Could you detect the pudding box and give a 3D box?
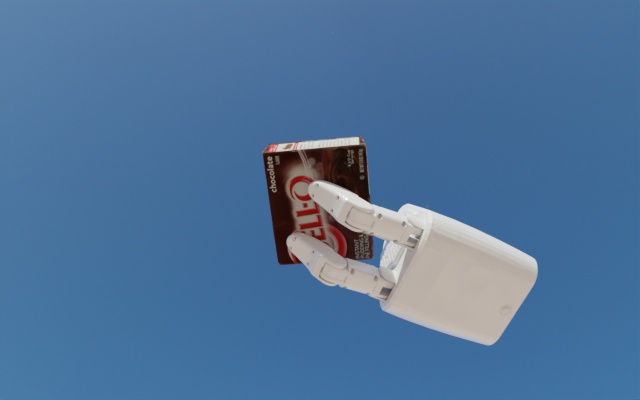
[{"bbox_3d":[0.000,0.001,0.437,0.090,0.113,0.039,-5,19,4],"label":"pudding box"}]
